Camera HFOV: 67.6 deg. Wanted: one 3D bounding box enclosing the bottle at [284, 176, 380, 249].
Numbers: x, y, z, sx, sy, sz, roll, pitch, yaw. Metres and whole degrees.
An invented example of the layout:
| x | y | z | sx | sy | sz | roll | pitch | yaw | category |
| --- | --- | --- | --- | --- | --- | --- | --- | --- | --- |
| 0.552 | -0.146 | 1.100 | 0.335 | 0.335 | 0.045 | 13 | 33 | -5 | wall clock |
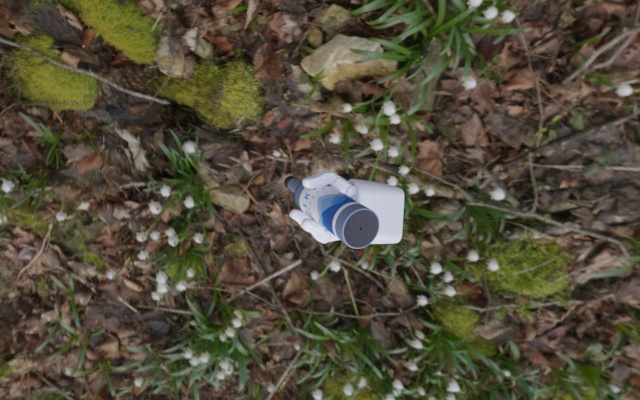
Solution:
| x | y | z | sx | sy | sz | roll | pitch | yaw | category |
| --- | --- | --- | --- | --- | --- | --- | --- | --- | --- |
| 0.000 | 0.003 | 0.859 | 0.069 | 0.069 | 0.295 | 0 | 16 | -26 | bottle |
